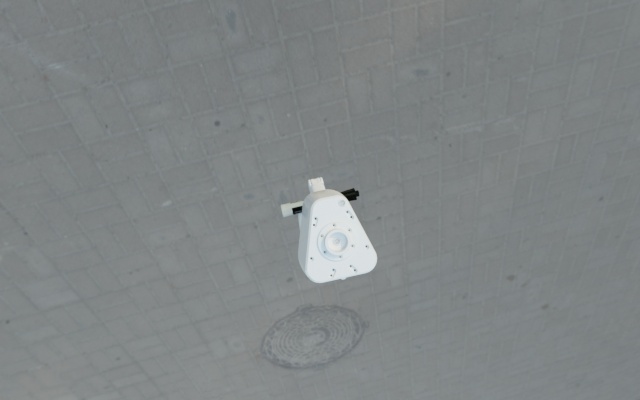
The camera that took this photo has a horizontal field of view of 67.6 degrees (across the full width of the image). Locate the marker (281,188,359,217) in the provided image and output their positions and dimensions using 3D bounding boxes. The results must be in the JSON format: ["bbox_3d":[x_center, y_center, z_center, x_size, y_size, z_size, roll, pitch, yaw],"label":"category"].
[{"bbox_3d":[0.000,0.002,0.728,0.121,0.020,0.020,-13,1,-4],"label":"marker"}]
